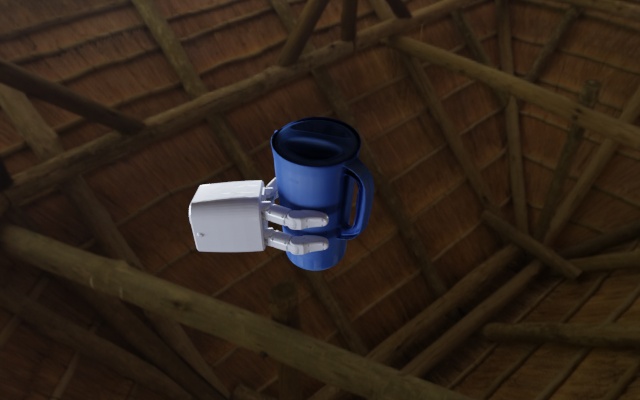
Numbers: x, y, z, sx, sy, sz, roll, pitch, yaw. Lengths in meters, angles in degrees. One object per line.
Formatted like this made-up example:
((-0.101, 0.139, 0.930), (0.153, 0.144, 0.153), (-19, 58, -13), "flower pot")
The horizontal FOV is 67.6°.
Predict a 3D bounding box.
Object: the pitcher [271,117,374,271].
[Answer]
((0.000, 0.002, 0.770), (0.145, 0.243, 0.149), (-2, 41, -3), "pitcher")
